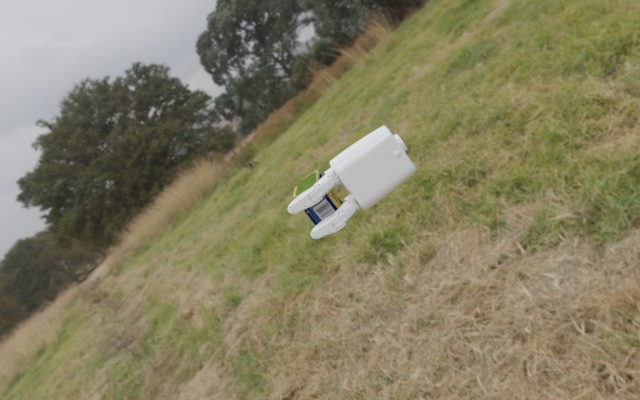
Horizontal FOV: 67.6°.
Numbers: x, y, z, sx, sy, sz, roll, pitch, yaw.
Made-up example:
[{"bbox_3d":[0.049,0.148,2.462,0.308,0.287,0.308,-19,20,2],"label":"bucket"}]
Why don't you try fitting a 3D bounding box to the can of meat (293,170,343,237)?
[{"bbox_3d":[0.000,0.002,0.808,0.057,0.084,0.102,-35,14,9],"label":"can of meat"}]
